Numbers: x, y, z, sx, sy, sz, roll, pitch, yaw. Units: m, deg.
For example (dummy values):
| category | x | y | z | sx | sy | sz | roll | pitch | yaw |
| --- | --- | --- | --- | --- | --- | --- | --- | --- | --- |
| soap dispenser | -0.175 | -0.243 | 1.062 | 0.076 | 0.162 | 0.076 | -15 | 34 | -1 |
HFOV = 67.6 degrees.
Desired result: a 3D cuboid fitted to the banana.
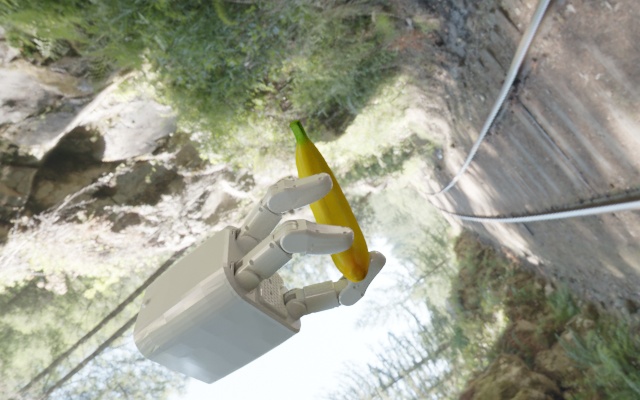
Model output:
| category | x | y | z | sx | sy | sz | roll | pitch | yaw |
| --- | --- | --- | --- | --- | --- | --- | --- | --- | --- |
| banana | 0.007 | 0.008 | 0.463 | 0.037 | 0.197 | 0.070 | -32 | -39 | 9 |
